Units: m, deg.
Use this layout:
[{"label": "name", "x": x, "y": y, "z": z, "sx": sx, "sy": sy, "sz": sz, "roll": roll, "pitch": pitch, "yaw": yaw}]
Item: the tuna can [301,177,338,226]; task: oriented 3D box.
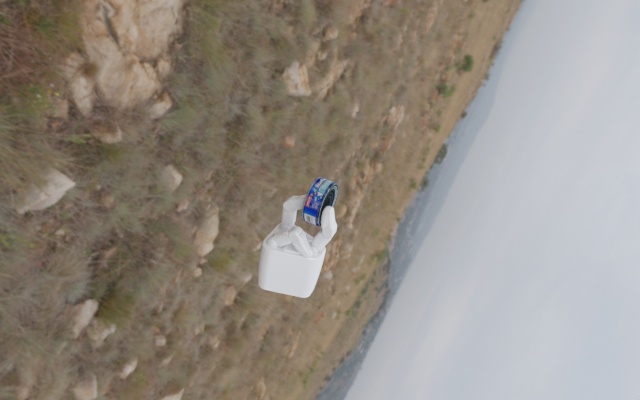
[{"label": "tuna can", "x": 0.001, "y": 0.003, "z": 0.860, "sx": 0.034, "sy": 0.086, "sz": 0.086, "roll": 21, "pitch": 6, "yaw": 17}]
